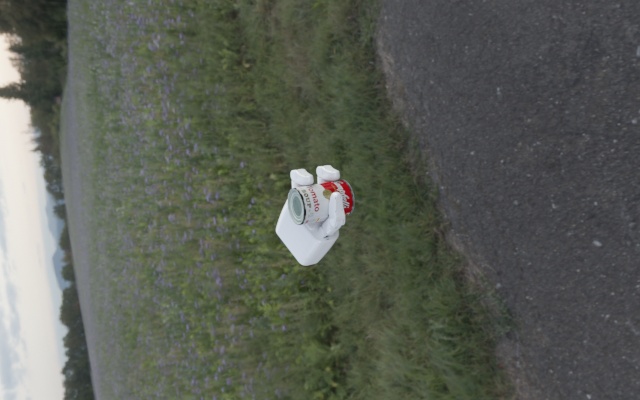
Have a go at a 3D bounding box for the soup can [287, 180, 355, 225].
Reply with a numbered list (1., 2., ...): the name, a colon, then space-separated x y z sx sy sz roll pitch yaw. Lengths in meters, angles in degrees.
1. soup can: 0.000 0.003 0.854 0.102 0.068 0.068 -10 5 -28
